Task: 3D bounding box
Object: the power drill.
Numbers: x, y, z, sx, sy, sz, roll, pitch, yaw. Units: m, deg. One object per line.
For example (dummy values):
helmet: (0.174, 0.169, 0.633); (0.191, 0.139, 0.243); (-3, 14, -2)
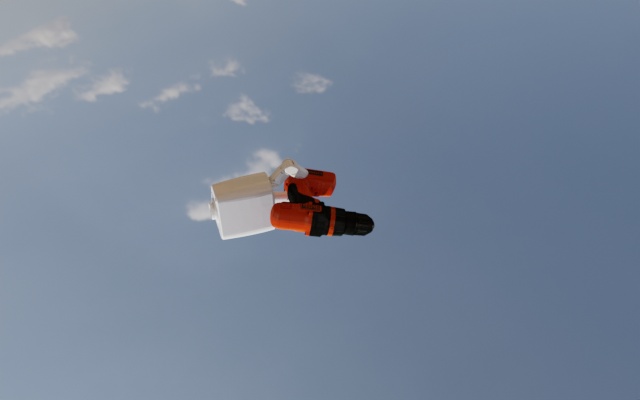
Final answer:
power drill: (0.000, 0.003, 0.897); (0.184, 0.057, 0.187); (8, 25, -8)
